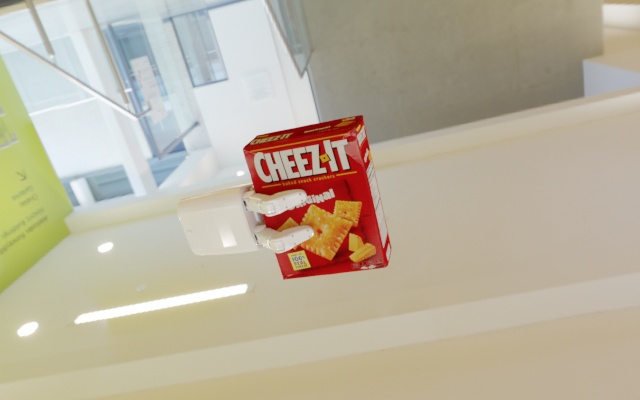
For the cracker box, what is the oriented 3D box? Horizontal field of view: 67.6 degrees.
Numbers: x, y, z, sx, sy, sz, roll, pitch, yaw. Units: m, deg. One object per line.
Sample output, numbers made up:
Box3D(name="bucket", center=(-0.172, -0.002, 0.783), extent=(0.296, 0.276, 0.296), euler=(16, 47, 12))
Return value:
Box3D(name="cracker box", center=(0.000, 0.002, 0.686), extent=(0.164, 0.214, 0.072), euler=(-8, 22, 17))
